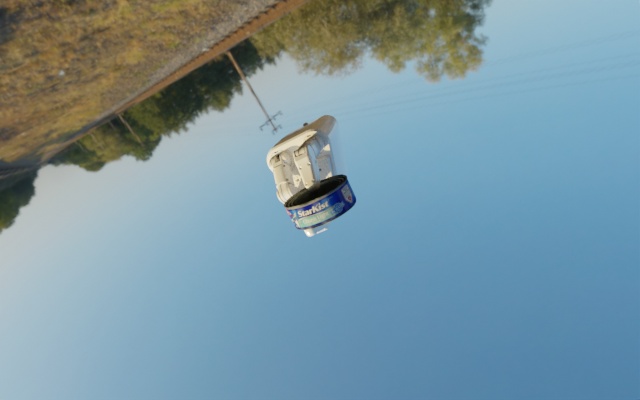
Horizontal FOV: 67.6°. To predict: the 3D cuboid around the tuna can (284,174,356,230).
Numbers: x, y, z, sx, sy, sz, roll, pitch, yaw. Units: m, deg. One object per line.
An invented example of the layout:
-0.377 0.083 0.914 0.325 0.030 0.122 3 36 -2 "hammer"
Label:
0.000 0.002 0.591 0.086 0.034 0.086 -24 14 6 "tuna can"
